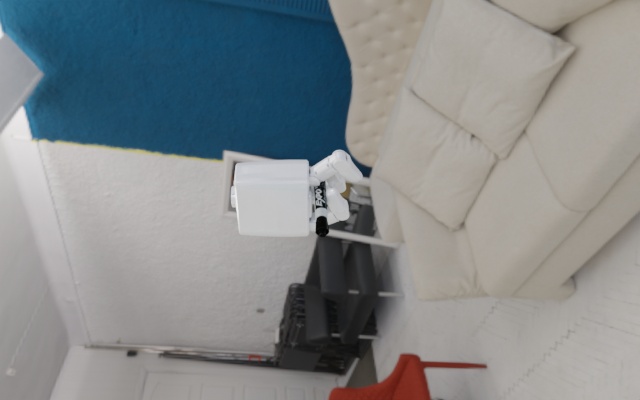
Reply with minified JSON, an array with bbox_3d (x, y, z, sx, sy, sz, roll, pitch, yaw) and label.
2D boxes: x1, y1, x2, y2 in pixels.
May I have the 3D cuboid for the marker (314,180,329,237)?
[{"bbox_3d":[0.000,0.002,0.675,0.020,0.121,0.020,-2,-43,-2],"label":"marker"}]
